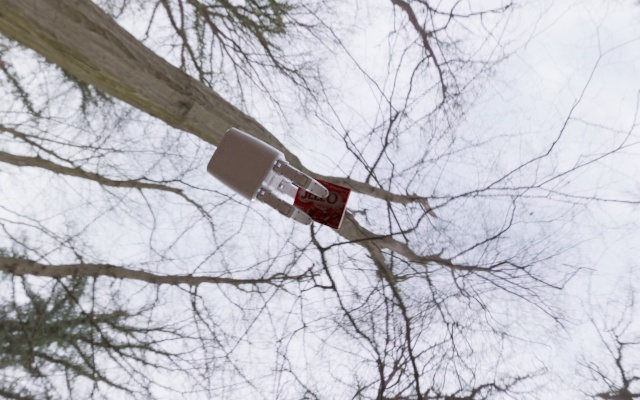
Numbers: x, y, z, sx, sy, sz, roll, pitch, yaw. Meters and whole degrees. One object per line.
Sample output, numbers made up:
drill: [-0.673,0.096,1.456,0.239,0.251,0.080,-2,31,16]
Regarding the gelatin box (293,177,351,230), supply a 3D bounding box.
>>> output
gelatin box: [0.001,0.003,0.819,0.089,0.073,0.030,18,-1,7]
